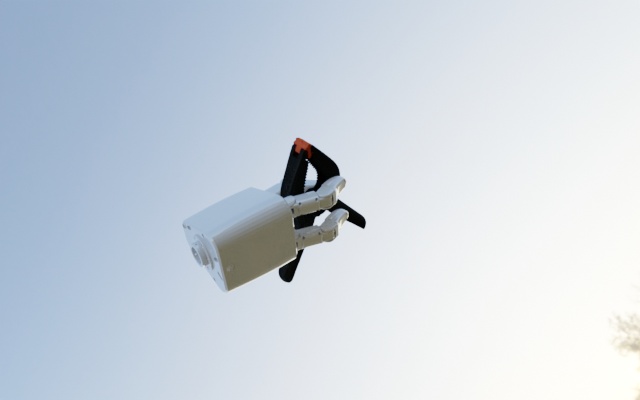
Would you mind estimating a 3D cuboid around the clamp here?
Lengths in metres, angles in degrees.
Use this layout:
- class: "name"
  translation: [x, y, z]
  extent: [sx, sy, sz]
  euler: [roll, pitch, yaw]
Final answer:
- class: "clamp"
  translation: [-0.001, 0.002, 0.673]
  extent: [0.164, 0.210, 0.036]
  euler: [-28, 42, -30]
